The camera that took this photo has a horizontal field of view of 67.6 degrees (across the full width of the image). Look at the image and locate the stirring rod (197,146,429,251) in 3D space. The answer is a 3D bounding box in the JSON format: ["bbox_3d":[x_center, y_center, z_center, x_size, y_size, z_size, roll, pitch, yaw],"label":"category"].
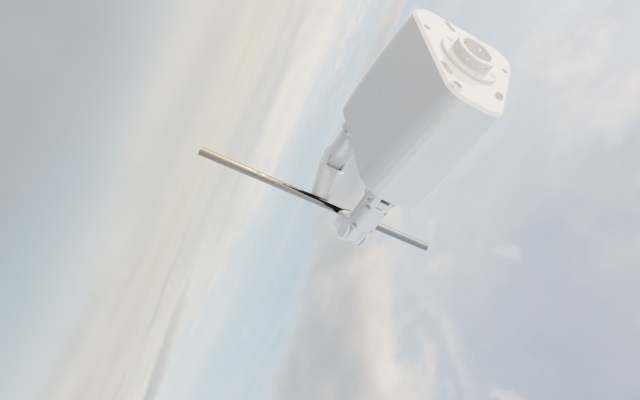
[{"bbox_3d":[0.000,0.001,0.452,0.239,0.011,0.011,23,-6,-15],"label":"stirring rod"}]
